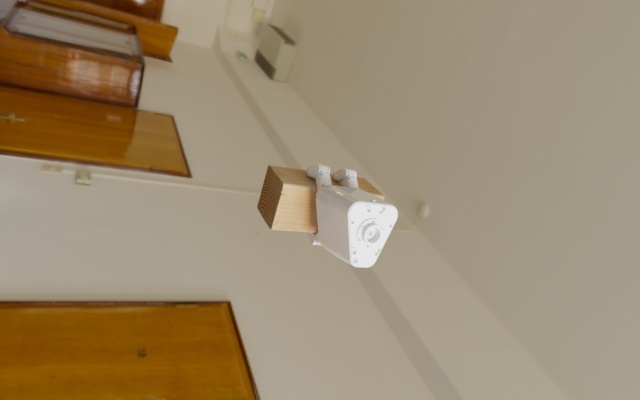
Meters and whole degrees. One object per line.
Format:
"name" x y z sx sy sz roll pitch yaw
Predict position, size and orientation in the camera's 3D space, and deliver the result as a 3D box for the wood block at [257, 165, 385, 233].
"wood block" 0.000 0.003 0.885 0.206 0.091 0.090 7 23 -28
